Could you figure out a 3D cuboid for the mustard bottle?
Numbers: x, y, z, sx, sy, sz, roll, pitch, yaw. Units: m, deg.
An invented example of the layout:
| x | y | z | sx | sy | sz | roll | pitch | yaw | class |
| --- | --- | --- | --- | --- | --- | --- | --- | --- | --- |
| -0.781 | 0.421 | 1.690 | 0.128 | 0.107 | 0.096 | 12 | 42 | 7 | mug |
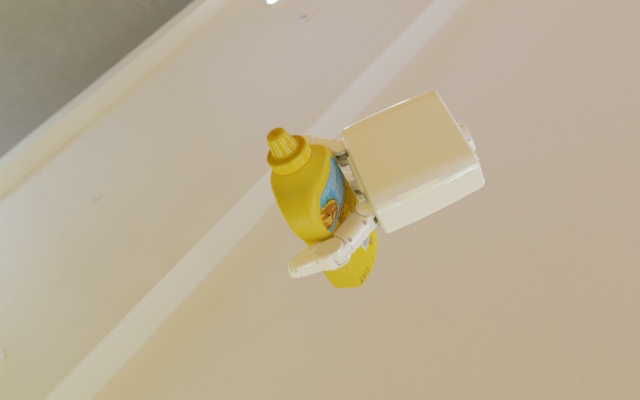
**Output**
| x | y | z | sx | sy | sz | roll | pitch | yaw | class |
| --- | --- | --- | --- | --- | --- | --- | --- | --- | --- |
| 0.000 | 0.002 | 0.482 | 0.058 | 0.096 | 0.192 | -7 | -43 | 26 | mustard bottle |
